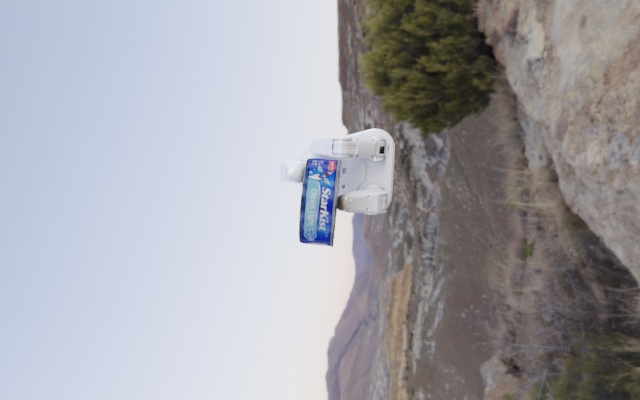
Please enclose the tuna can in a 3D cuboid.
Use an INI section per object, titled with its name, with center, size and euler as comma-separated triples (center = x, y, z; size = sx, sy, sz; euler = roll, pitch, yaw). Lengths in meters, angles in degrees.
[tuna can]
center = -0.001, 0.001, 0.469
size = 0.034, 0.086, 0.086
euler = 5, 0, 2
